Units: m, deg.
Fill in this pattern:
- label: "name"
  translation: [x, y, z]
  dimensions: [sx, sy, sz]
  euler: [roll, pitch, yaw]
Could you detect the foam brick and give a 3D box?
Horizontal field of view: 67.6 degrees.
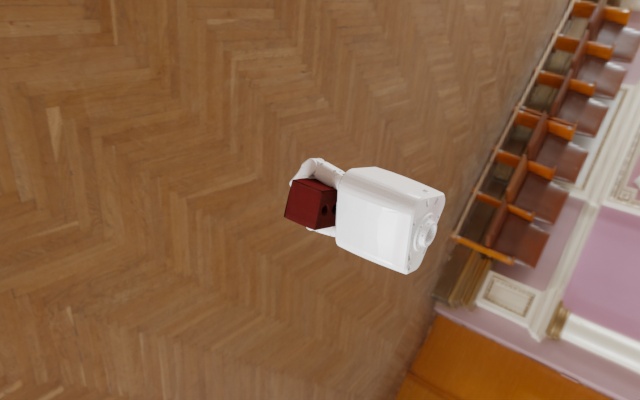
- label: "foam brick"
  translation: [0.000, 0.002, 0.625]
  dimensions: [0.051, 0.053, 0.078]
  euler: [23, 19, 33]
